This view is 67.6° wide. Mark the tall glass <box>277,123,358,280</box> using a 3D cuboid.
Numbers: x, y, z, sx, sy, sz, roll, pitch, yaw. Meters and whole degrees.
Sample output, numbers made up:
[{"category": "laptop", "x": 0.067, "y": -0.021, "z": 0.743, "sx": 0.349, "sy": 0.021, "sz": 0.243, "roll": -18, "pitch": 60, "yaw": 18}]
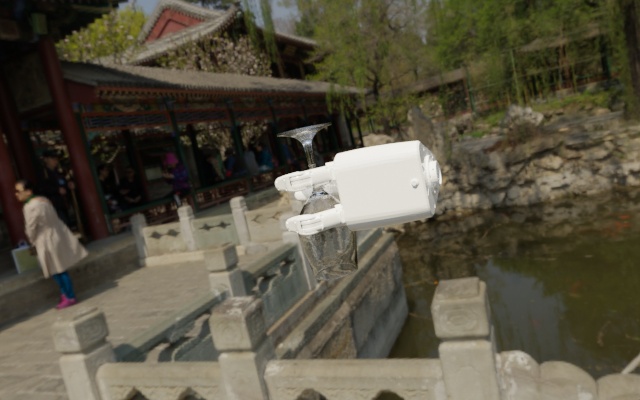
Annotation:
[{"category": "tall glass", "x": 0.000, "y": 0.001, "z": 0.641, "sx": 0.079, "sy": 0.201, "sz": 0.079, "roll": -12, "pitch": 7, "yaw": 1}]
